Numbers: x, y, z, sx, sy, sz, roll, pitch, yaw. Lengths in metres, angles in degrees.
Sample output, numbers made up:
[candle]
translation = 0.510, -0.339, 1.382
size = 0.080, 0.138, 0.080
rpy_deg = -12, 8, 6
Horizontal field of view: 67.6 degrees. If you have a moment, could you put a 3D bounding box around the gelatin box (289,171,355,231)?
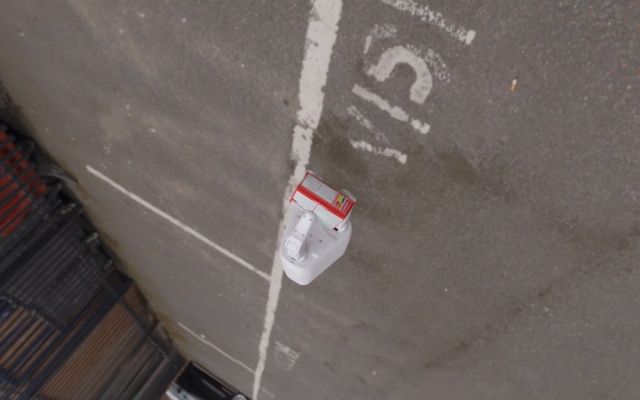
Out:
[gelatin box]
translation = 0.000, 0.002, 0.631
size = 0.073, 0.030, 0.089
rpy_deg = 33, -16, -1
